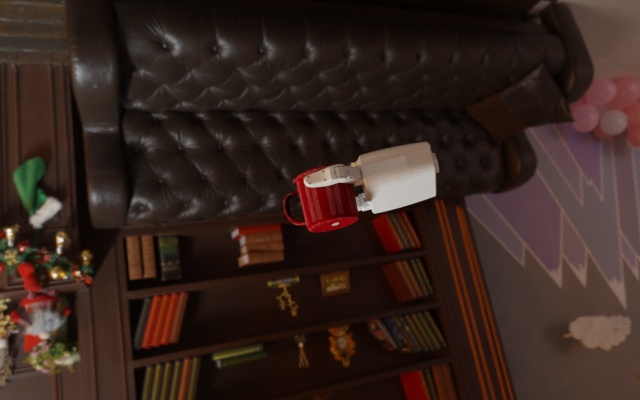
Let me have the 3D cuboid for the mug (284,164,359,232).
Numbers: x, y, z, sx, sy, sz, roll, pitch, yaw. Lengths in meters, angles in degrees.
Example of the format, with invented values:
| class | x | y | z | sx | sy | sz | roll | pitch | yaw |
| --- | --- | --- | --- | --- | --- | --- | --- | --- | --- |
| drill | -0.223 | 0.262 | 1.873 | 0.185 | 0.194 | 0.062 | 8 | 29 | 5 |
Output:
| class | x | y | z | sx | sy | sz | roll | pitch | yaw |
| --- | --- | --- | --- | --- | --- | --- | --- | --- | --- |
| mug | -0.001 | 0.003 | 0.729 | 0.117 | 0.081 | 0.093 | -15 | -14 | 8 |
